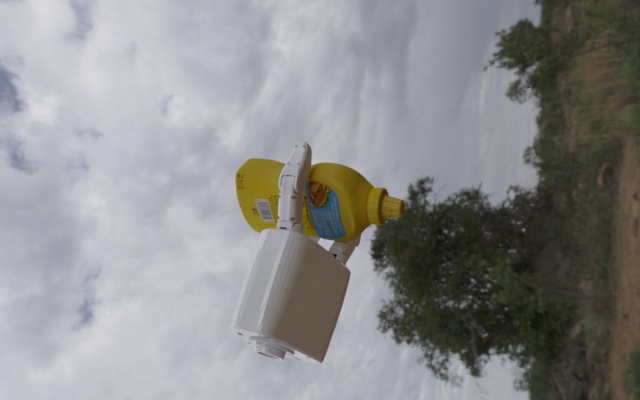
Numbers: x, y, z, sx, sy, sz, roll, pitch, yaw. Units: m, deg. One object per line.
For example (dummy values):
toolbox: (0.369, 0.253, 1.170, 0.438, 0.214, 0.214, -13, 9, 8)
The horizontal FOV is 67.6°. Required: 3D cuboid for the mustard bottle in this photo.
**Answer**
mustard bottle: (0.000, 0.002, 0.544, 0.191, 0.096, 0.058, 5, 36, 25)
